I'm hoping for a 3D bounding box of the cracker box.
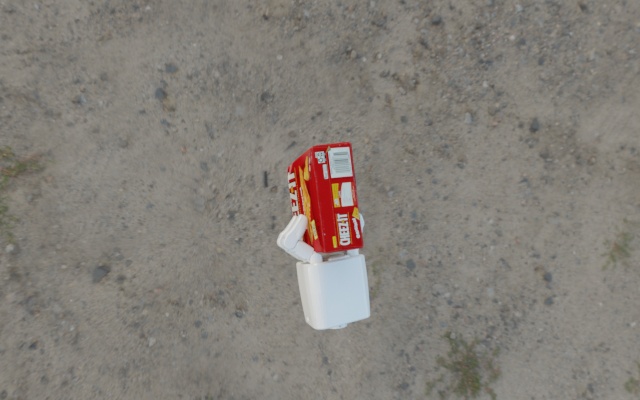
[{"bbox_3d":[0.000,0.003,0.809,0.072,0.164,0.214,-6,-2,-14],"label":"cracker box"}]
